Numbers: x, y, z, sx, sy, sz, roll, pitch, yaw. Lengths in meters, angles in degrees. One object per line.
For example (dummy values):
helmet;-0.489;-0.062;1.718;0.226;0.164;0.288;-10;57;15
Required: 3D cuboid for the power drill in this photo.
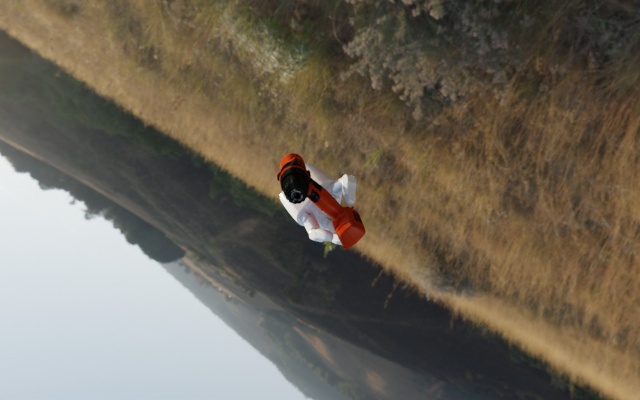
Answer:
power drill;0.000;0.003;0.867;0.057;0.188;0.184;-41;20;12
